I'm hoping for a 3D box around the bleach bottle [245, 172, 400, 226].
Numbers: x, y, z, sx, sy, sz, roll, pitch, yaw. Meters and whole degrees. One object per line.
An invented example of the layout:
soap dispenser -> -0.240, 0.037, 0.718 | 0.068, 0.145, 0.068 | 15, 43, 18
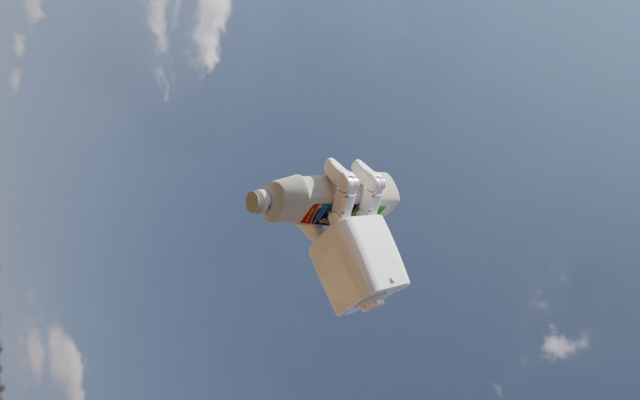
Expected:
bleach bottle -> 0.000, 0.002, 0.684 | 0.251, 0.068, 0.103 | -3, -28, -44
